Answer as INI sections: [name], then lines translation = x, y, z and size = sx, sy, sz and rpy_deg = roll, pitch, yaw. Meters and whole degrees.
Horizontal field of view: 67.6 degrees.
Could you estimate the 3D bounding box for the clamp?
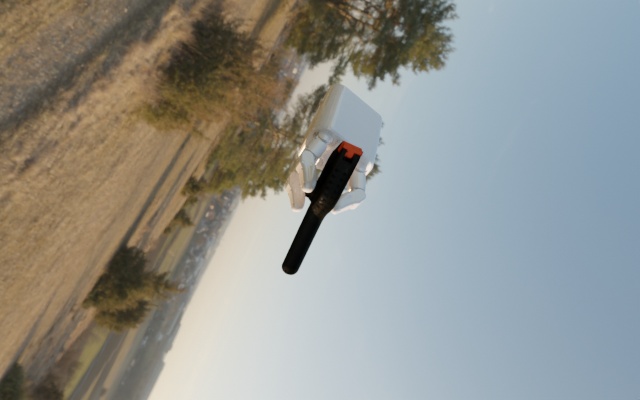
[clamp]
translation = 0.001, 0.002, 0.662
size = 0.036, 0.164, 0.210
rpy_deg = 22, -36, -9
